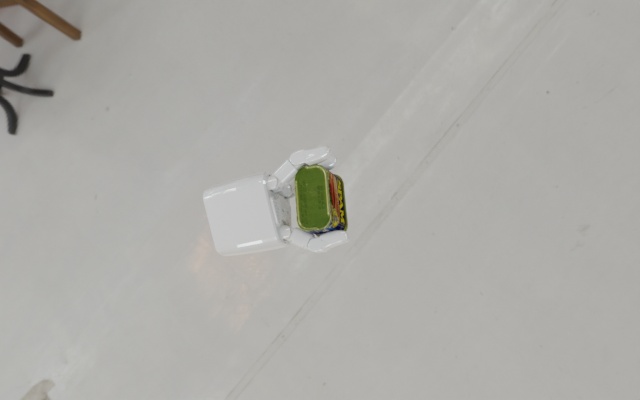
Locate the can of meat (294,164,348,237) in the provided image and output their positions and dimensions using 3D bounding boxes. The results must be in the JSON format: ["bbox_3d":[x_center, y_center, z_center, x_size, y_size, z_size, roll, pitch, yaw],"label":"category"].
[{"bbox_3d":[0.000,0.002,0.714,0.057,0.102,0.084,-8,-12,17],"label":"can of meat"}]
